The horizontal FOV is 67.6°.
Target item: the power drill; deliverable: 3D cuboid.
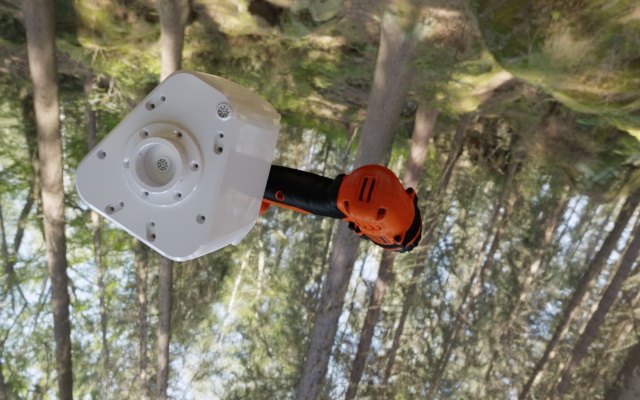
[{"bbox_3d":[0.000,0.001,0.446,0.187,0.057,0.184,11,-13,20],"label":"power drill"}]
